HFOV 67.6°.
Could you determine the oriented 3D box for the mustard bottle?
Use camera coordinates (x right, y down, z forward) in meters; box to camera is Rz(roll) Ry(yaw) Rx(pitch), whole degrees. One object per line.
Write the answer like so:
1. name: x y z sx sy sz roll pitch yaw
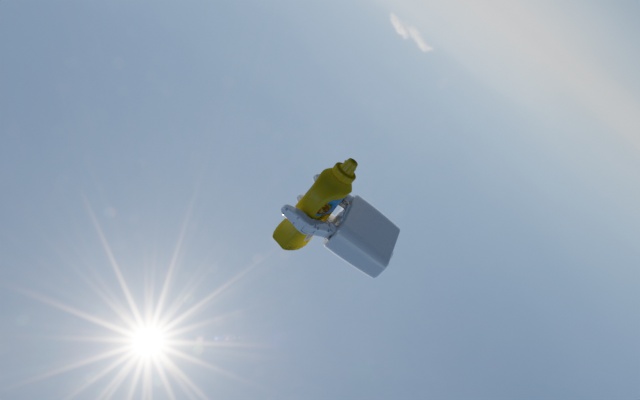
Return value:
1. mustard bottle: 0.000 0.003 0.809 0.192 0.058 0.096 -50 -16 29
